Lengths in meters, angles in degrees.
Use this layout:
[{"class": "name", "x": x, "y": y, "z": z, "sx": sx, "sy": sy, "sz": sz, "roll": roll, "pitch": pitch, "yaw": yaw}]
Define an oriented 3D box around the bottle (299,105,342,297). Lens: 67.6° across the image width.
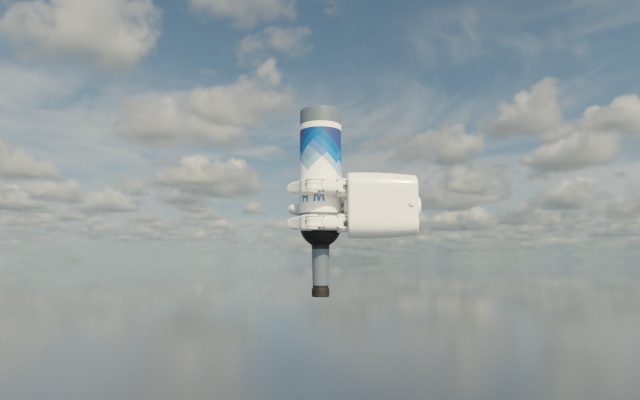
[{"class": "bottle", "x": 0.000, "y": 0.002, "z": 0.754, "sx": 0.069, "sy": 0.295, "sz": 0.069, "roll": 0, "pitch": -7, "yaw": 0}]
